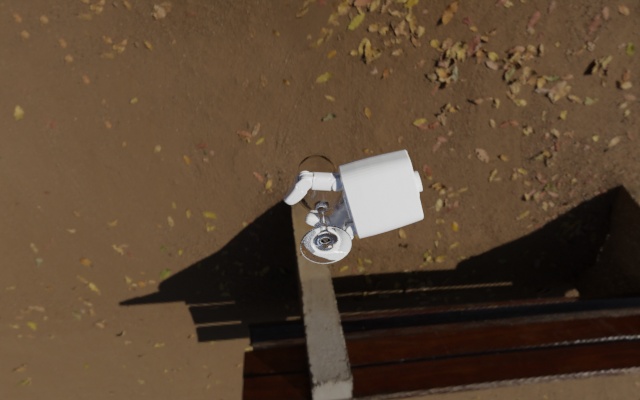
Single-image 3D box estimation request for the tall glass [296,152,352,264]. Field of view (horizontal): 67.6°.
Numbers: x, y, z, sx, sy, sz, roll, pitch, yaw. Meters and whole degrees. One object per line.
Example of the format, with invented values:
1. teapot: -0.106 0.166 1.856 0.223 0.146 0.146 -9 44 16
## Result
1. tall glass: 0.000 0.003 0.756 0.079 0.079 0.200 0 38 -6
